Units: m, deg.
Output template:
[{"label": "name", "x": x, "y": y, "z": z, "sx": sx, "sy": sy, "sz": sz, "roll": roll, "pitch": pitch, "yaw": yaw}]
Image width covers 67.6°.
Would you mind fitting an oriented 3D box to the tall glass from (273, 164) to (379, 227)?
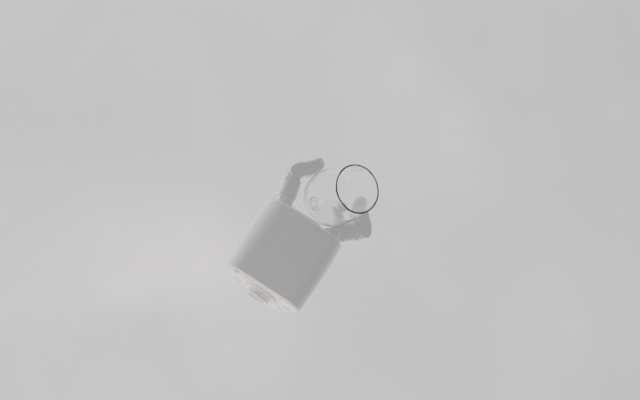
[{"label": "tall glass", "x": 0.000, "y": 0.002, "z": 0.667, "sx": 0.079, "sy": 0.079, "sz": 0.201, "roll": 0, "pitch": -10, "yaw": -28}]
